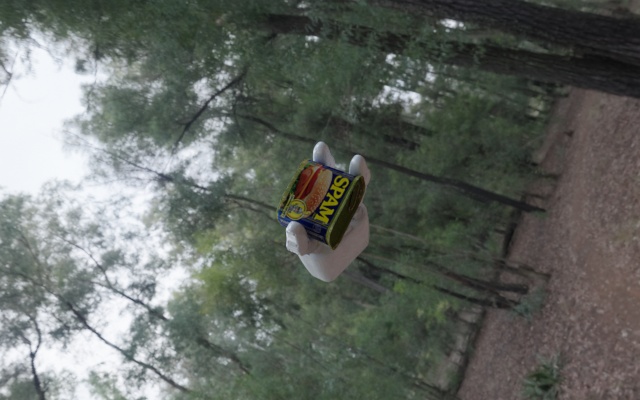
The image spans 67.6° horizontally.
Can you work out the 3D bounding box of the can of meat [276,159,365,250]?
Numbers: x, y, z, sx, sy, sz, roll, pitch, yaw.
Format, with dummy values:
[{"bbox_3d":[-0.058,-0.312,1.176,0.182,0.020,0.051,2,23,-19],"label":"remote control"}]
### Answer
[{"bbox_3d":[0.000,0.002,0.635,0.084,0.102,0.057,22,-19,20],"label":"can of meat"}]
